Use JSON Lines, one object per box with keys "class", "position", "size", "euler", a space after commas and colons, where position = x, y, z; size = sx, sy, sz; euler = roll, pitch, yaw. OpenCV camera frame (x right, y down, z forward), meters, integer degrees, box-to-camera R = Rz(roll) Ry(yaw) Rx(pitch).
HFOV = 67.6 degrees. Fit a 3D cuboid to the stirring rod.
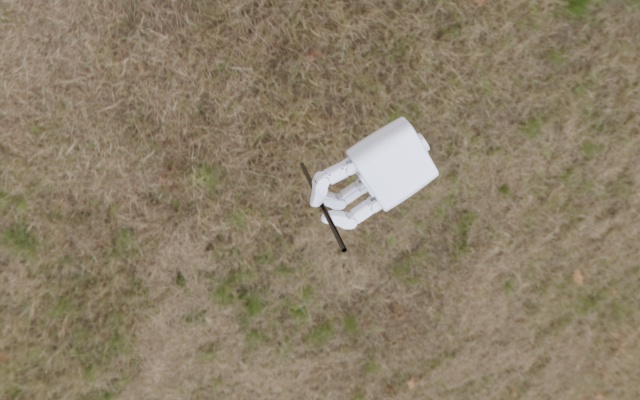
{"class": "stirring rod", "position": [0.000, 0.002, 0.774], "size": [0.011, 0.011, 0.239], "euler": [0, 35, -20]}
